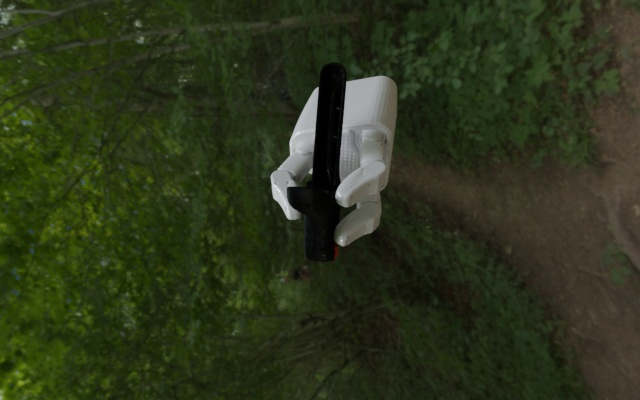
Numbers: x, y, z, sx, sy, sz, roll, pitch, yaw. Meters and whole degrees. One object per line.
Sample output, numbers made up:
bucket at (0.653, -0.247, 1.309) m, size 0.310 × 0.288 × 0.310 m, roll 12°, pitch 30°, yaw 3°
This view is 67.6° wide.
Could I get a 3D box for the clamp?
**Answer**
clamp at (-0.001, 0.002, 0.453) m, size 0.036 × 0.210 × 0.164 m, roll 7°, pitch 44°, yaw 8°
